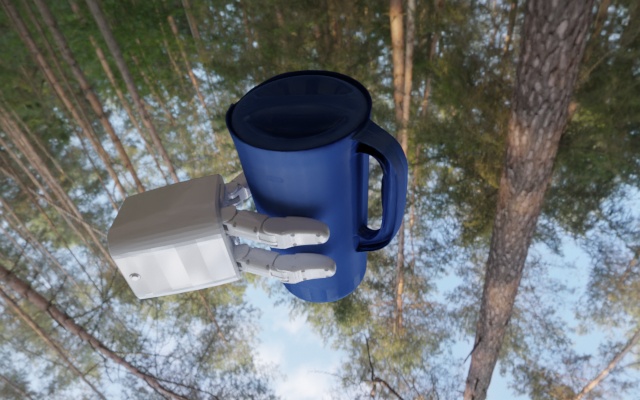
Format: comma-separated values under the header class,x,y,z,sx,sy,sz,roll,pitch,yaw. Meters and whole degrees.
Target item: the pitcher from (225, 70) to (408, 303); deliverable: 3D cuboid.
class,x,y,z,sx,sy,sz,roll,pitch,yaw
pitcher,0.000,0.002,0.501,0.145,0.243,0.149,-13,43,-5
